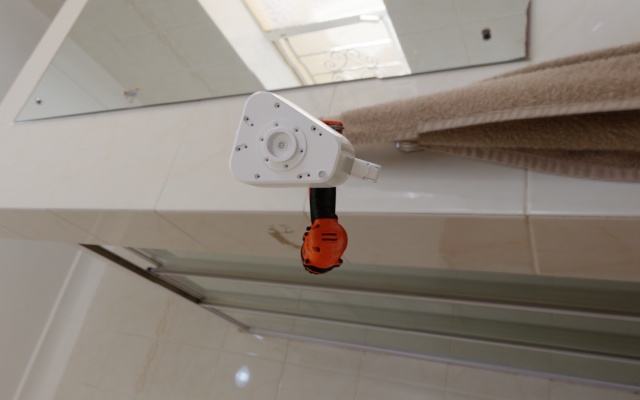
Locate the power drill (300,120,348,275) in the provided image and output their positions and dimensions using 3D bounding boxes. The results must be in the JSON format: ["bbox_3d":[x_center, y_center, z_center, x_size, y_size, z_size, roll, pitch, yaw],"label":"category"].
[{"bbox_3d":[0.000,0.002,0.638,0.057,0.187,0.184,-1,-16,-8],"label":"power drill"}]
